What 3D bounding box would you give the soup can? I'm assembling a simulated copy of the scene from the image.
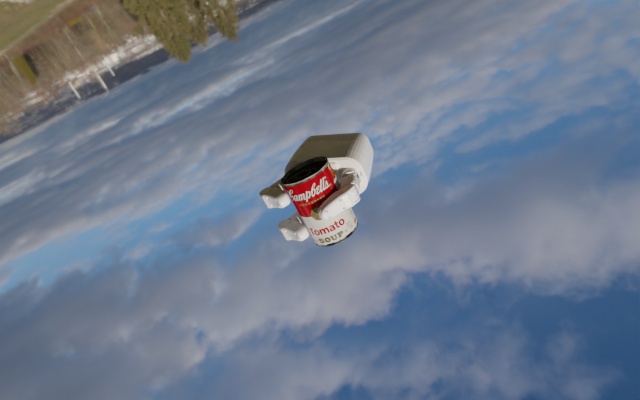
[{"bbox_3d":[0.000,0.003,0.638,0.068,0.102,0.068,-23,23,10],"label":"soup can"}]
